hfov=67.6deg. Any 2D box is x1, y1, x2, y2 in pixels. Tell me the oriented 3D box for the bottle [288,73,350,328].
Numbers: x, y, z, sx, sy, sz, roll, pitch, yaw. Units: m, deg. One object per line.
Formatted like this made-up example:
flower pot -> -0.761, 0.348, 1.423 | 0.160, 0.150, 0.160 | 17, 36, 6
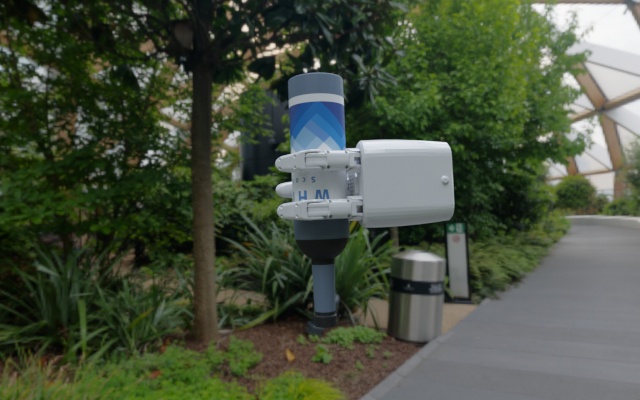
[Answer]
bottle -> 0.000, 0.002, 0.574 | 0.069, 0.295, 0.069 | -2, -2, 0
